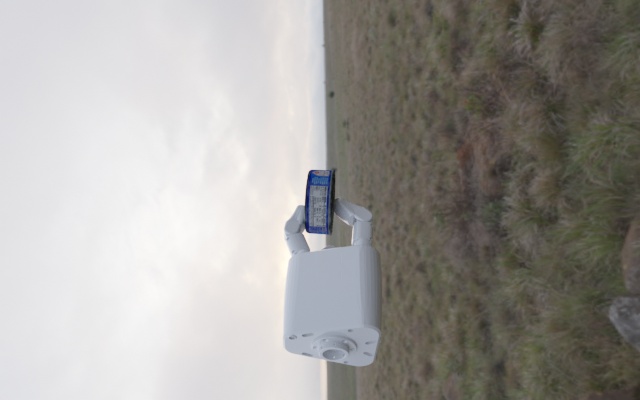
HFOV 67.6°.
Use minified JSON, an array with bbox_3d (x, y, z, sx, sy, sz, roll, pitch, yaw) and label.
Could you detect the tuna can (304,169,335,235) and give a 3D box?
[{"bbox_3d":[0.000,0.002,0.626,0.034,0.086,0.086,3,0,5],"label":"tuna can"}]
